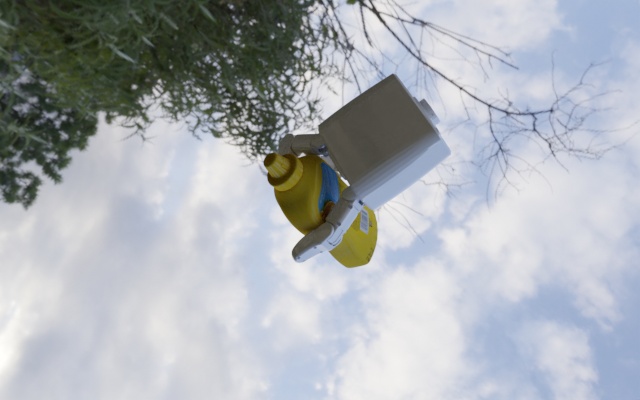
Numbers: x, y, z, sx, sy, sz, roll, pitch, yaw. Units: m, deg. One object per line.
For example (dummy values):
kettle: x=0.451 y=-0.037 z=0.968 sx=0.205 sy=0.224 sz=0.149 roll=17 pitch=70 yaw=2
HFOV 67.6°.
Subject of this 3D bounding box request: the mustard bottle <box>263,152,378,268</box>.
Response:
mustard bottle: x=0.000 y=0.002 z=0.560 sx=0.058 sy=0.096 sz=0.192 roll=-15 pitch=-36 yaw=30
